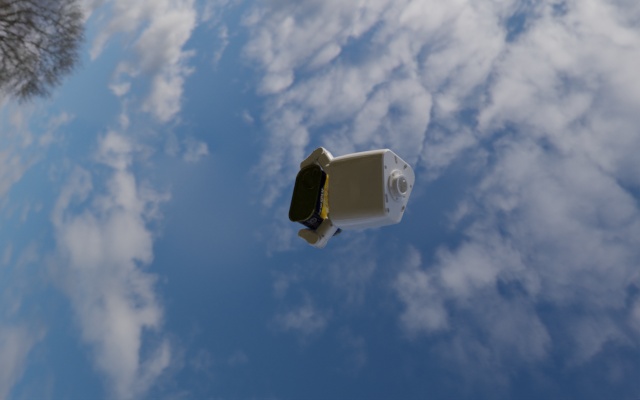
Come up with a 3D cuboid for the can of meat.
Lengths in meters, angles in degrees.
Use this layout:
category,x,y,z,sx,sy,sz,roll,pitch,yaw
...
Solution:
category,x,y,z,sx,sy,sz,roll,pitch,yaw
can of meat,0.000,0.003,0.816,0.057,0.102,0.084,-10,-30,41
